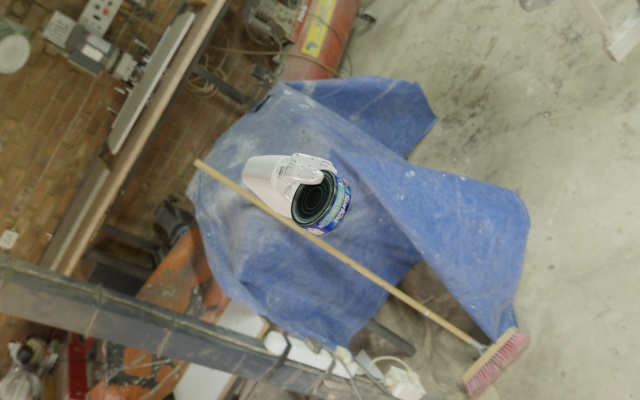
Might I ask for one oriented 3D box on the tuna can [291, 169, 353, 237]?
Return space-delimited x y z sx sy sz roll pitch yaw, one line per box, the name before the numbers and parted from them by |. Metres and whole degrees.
tuna can | 0.000 0.002 0.634 0.034 0.086 0.086 31 -20 -37
